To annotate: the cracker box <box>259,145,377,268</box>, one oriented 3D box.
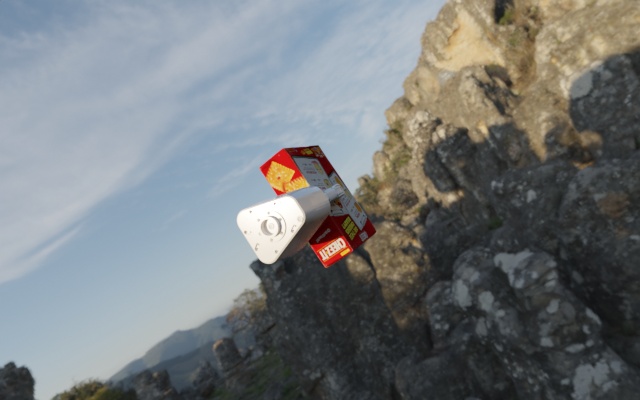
[{"bbox_3d":[0.000,0.003,0.890,0.072,0.213,0.164,-35,-5,22],"label":"cracker box"}]
